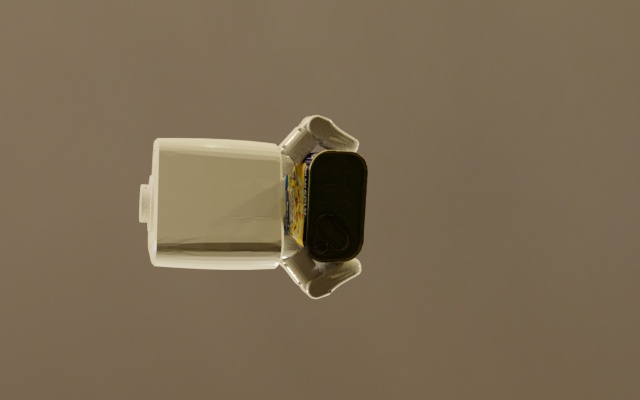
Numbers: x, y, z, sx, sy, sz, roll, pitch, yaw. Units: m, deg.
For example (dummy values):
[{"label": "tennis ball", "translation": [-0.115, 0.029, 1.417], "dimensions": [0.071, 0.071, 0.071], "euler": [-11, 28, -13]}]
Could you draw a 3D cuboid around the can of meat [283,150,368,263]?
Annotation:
[{"label": "can of meat", "translation": [0.000, 0.001, 0.467], "dimensions": [0.057, 0.102, 0.084], "euler": [0, 6, -22]}]
